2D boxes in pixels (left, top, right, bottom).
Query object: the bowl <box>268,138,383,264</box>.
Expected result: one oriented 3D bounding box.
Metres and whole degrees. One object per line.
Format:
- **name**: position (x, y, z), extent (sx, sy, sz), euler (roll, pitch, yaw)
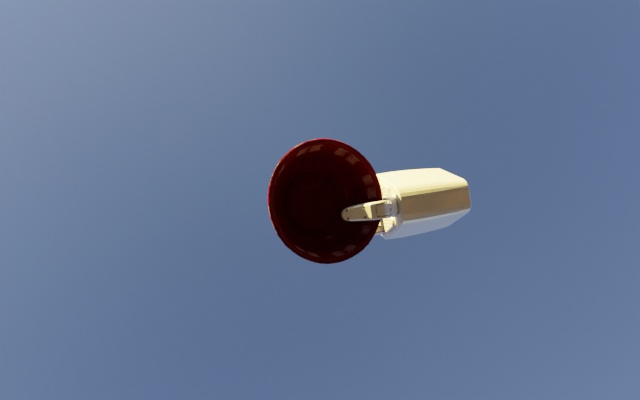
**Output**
- **bowl**: position (-0.001, 0.002, 0.636), extent (0.162, 0.162, 0.055), euler (0, -4, -23)
